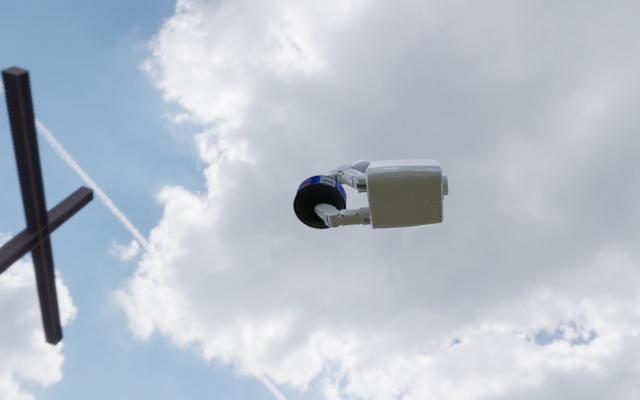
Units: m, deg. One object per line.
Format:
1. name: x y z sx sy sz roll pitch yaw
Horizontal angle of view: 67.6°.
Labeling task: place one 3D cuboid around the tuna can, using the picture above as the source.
1. tuna can: 0.000 0.002 0.777 0.086 0.086 0.033 0 30 6
